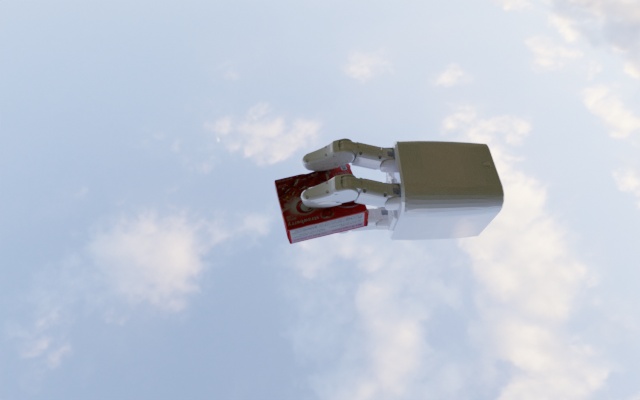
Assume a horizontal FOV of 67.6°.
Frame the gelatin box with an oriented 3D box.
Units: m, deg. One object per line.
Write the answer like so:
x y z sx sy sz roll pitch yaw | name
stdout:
0.000 0.002 0.521 0.089 0.073 0.030 -13 -39 -6 | gelatin box
